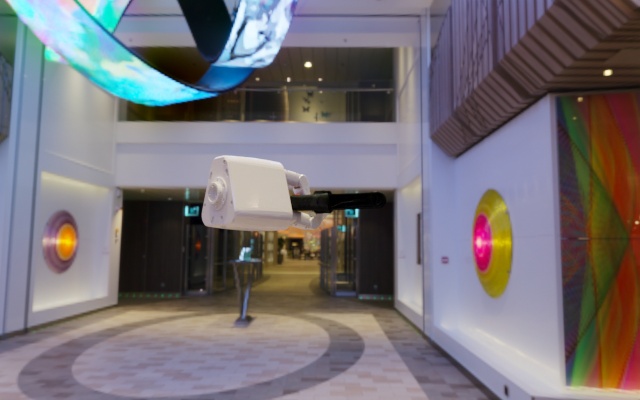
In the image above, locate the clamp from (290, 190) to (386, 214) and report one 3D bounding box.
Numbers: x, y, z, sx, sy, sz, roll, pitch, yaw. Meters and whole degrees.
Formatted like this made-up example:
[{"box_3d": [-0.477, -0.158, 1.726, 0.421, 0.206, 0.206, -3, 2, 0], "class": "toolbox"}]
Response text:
[{"box_3d": [0.000, 0.002, 0.728, 0.171, 0.039, 0.120, -5, -8, 45], "class": "clamp"}]
